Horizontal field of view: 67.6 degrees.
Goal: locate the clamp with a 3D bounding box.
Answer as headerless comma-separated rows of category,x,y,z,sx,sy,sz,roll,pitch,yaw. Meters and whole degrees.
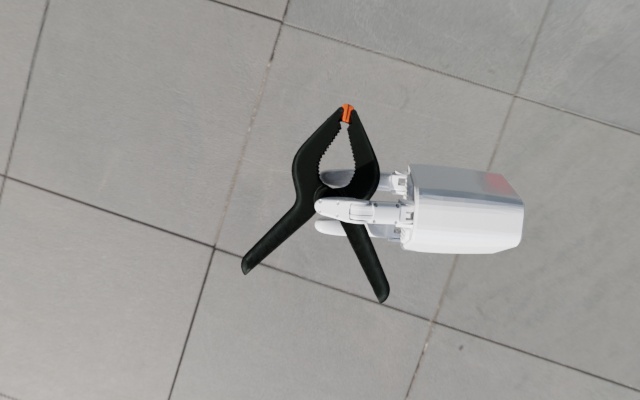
clamp,0.000,0.001,0.514,0.164,0.210,0.036,4,5,2
